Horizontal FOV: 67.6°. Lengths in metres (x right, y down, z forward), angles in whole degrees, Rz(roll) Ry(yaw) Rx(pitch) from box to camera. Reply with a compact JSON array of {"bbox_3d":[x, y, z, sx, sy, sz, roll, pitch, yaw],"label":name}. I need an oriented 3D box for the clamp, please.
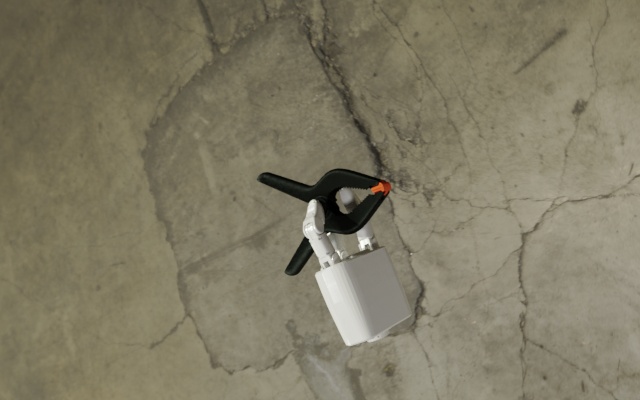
[{"bbox_3d":[0.000,0.002,0.693,0.210,0.164,0.036,-28,-8,30],"label":"clamp"}]
